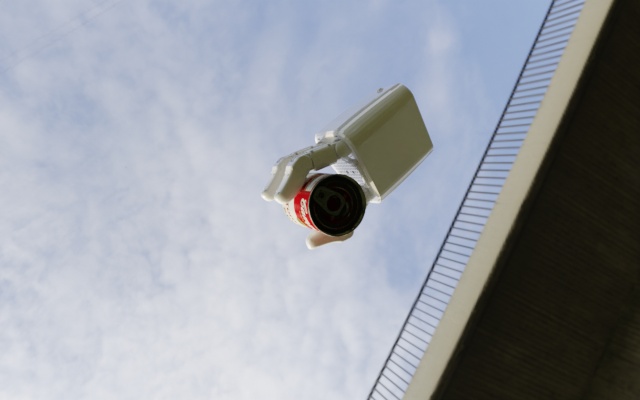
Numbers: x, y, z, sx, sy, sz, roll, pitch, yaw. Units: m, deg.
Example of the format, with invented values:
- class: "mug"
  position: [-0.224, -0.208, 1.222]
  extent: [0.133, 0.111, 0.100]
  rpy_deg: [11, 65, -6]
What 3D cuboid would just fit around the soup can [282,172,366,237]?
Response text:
- class: "soup can"
  position: [0.000, 0.002, 0.558]
  extent: [0.068, 0.068, 0.102]
  rpy_deg: [0, 4, -22]
